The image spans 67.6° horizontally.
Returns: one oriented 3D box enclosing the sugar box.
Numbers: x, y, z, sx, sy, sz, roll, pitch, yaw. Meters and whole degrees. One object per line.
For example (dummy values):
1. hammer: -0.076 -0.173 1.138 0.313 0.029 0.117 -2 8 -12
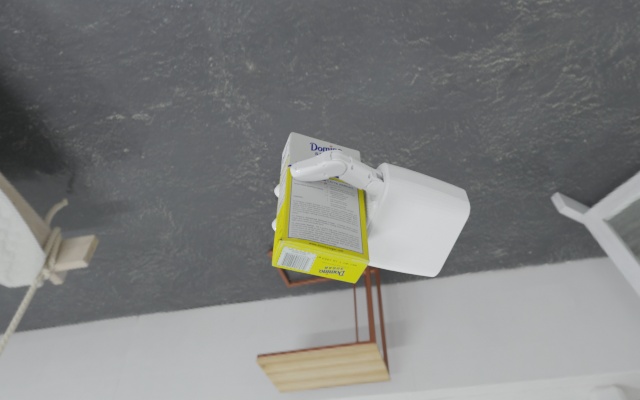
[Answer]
1. sugar box: 0.000 0.002 0.533 0.093 0.048 0.176 15 40 -13
